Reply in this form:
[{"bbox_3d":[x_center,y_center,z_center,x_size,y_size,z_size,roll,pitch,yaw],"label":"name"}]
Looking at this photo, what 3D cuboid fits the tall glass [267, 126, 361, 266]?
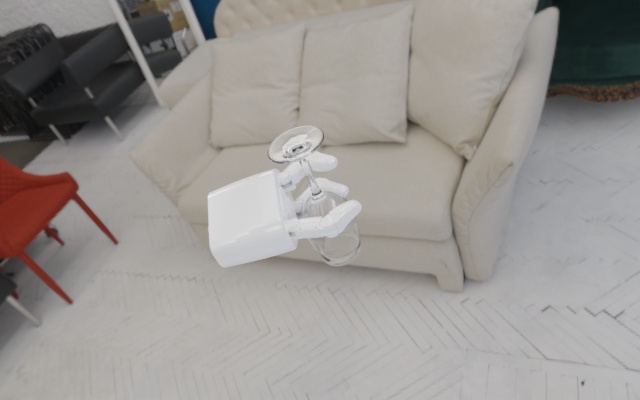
[{"bbox_3d":[0.000,0.002,0.646,0.079,0.201,0.079,-14,39,12],"label":"tall glass"}]
